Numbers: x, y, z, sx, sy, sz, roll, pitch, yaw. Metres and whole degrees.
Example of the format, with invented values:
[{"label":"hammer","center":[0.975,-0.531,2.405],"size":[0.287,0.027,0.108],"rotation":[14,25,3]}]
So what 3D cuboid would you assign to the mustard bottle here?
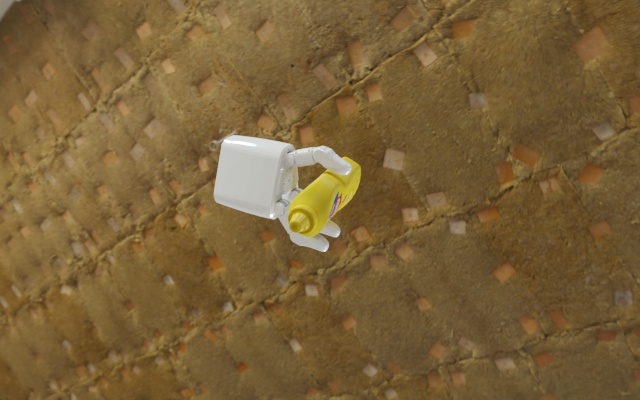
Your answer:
[{"label":"mustard bottle","center":[0.001,0.002,0.711],"size":[0.058,0.096,0.191],"rotation":[35,29,7]}]
